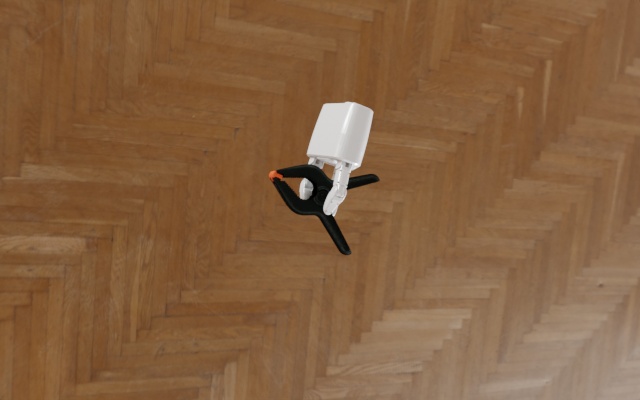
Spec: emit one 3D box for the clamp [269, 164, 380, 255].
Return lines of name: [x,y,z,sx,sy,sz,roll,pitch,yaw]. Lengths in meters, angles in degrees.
clamp: [0.000,0.003,0.881,0.210,0.164,0.036,17,-6,-21]
